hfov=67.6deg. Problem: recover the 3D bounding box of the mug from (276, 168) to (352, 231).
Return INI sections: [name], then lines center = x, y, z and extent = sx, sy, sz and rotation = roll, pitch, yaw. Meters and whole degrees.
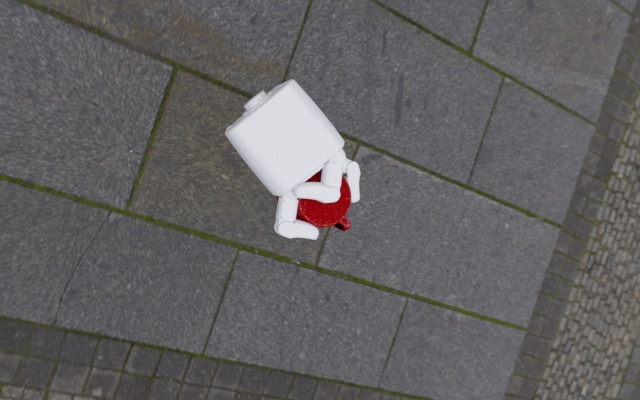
[mug]
center = 0.001, 0.003, 0.684
extent = 0.093, 0.117, 0.081
rotation = -45, 18, -12
